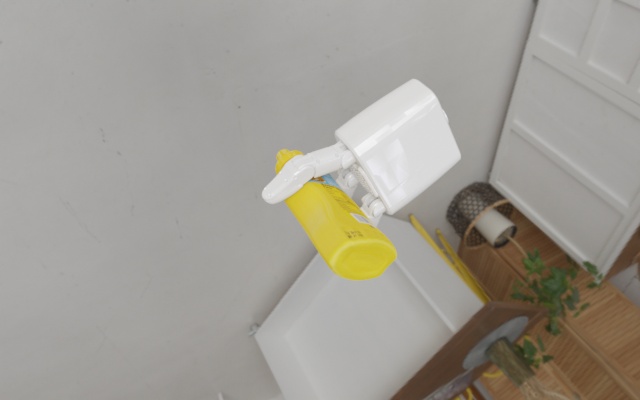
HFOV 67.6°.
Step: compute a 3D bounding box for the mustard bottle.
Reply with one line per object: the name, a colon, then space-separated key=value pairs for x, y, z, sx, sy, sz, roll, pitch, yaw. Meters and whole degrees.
mustard bottle: x=0.000 y=0.002 z=0.533 sx=0.096 sy=0.058 sz=0.191 roll=18 pitch=26 yaw=-47
